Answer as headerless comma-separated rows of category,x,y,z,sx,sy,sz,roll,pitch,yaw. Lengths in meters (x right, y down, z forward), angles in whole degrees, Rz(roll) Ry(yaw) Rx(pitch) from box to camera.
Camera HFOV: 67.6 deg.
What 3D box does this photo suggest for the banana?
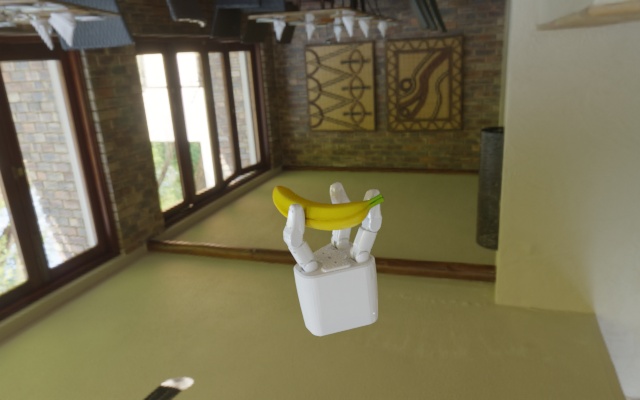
banana,-0.008,0.011,0.688,0.198,0.037,0.069,8,32,36
